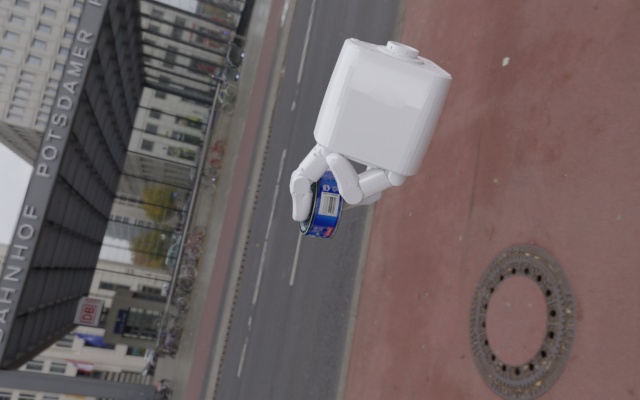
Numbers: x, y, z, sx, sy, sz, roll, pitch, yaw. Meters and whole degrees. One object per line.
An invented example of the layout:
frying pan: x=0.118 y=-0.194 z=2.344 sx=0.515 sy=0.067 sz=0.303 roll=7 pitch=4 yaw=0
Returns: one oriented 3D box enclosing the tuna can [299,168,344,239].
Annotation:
tuna can: x=0.000 y=0.002 z=0.573 sx=0.034 sy=0.086 sz=0.086 roll=8 pitch=-2 yaw=-14
